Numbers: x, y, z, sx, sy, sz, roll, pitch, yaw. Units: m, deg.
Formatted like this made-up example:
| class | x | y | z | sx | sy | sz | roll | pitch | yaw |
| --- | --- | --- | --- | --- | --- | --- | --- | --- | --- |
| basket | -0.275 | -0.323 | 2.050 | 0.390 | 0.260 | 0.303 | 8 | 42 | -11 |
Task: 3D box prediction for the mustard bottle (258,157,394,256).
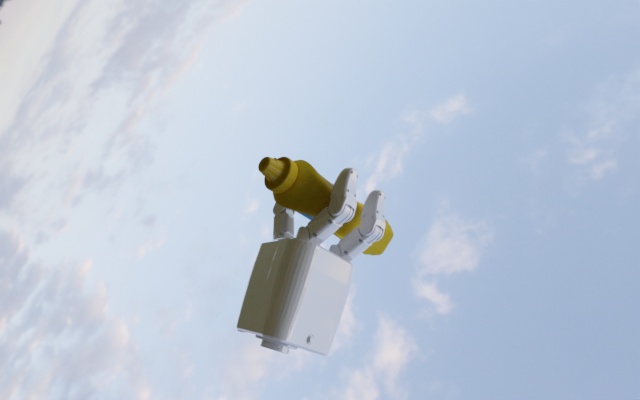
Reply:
| class | x | y | z | sx | sy | sz | roll | pitch | yaw |
| --- | --- | --- | --- | --- | --- | --- | --- | --- | --- |
| mustard bottle | 0.000 | 0.002 | 0.567 | 0.192 | 0.058 | 0.096 | 33 | 1 | -40 |
